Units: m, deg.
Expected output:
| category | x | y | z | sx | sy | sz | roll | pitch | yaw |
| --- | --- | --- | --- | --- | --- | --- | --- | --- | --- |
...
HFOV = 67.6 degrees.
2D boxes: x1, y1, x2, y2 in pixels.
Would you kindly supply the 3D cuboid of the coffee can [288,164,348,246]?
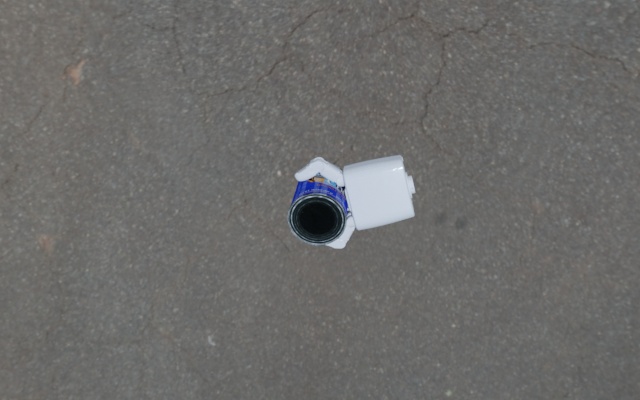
| category | x | y | z | sx | sy | sz | roll | pitch | yaw |
| --- | --- | --- | --- | --- | --- | --- | --- | --- | --- |
| coffee can | 0.000 | 0.003 | 0.878 | 0.103 | 0.103 | 0.140 | 0 | 27 | 6 |
